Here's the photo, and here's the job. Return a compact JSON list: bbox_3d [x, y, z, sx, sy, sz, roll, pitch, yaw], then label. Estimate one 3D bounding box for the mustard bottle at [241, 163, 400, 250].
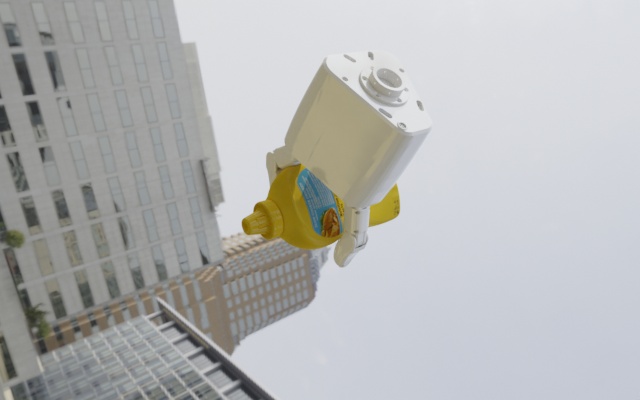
[{"bbox_3d":[0.000,0.002,0.531,0.191,0.096,0.058,-18,-1,-35],"label":"mustard bottle"}]
